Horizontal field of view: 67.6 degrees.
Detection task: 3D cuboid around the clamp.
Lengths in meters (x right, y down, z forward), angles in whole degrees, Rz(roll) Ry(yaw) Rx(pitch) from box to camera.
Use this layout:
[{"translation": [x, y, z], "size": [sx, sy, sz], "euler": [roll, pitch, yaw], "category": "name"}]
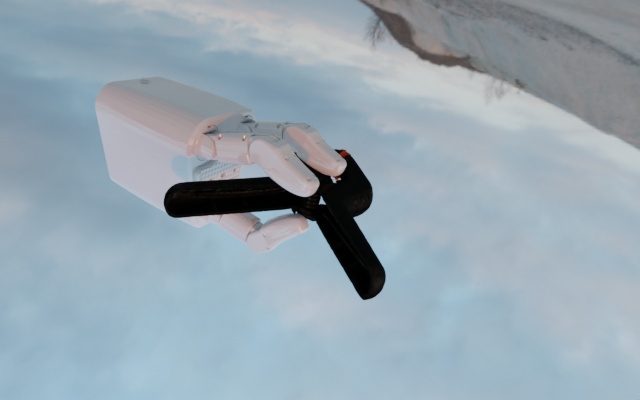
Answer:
[{"translation": [0.000, 0.002, 0.401], "size": [0.164, 0.036, 0.210], "euler": [26, 27, 15], "category": "clamp"}]
